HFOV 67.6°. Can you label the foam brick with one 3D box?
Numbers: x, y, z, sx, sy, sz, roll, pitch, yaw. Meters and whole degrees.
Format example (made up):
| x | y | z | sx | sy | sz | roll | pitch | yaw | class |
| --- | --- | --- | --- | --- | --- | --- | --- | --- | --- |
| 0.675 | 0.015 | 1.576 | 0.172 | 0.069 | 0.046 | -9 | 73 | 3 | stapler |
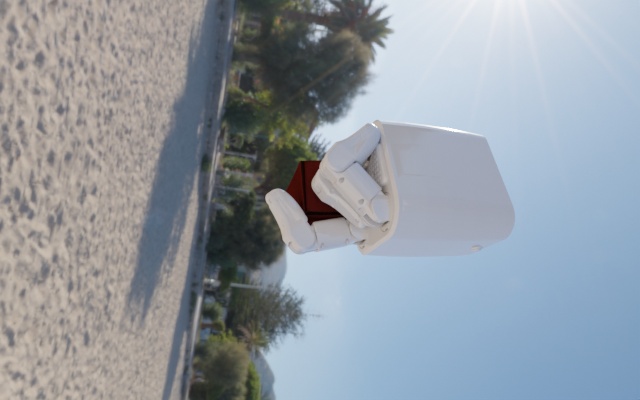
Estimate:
| x | y | z | sx | sy | sz | roll | pitch | yaw | class |
| --- | --- | --- | --- | --- | --- | --- | --- | --- | --- |
| 0.000 | 0.001 | 0.449 | 0.051 | 0.053 | 0.078 | -1 | -19 | -15 | foam brick |
